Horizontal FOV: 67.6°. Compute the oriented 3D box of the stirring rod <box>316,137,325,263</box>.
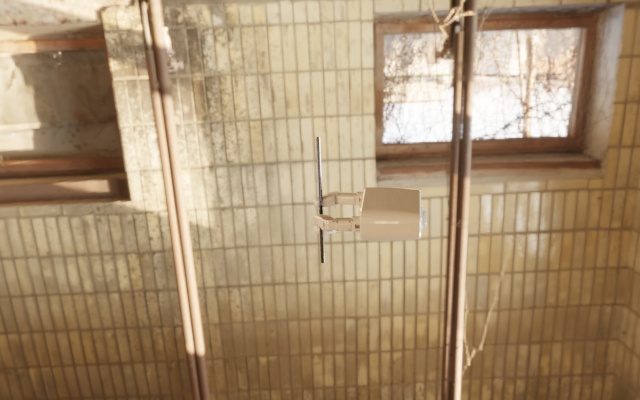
[{"bbox_3d":[0.000,0.003,0.883,0.011,0.239,0.011,-2,16,1],"label":"stirring rod"}]
